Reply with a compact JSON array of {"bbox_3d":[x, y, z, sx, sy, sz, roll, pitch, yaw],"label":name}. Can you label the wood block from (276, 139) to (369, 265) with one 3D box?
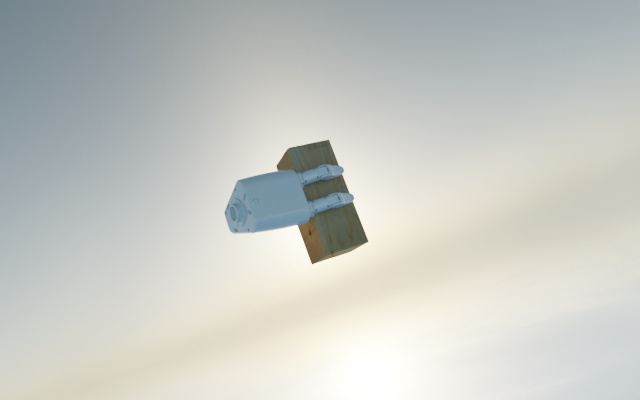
[{"bbox_3d":[0.000,0.003,0.896,0.090,0.206,0.091,-15,-12,-25],"label":"wood block"}]
